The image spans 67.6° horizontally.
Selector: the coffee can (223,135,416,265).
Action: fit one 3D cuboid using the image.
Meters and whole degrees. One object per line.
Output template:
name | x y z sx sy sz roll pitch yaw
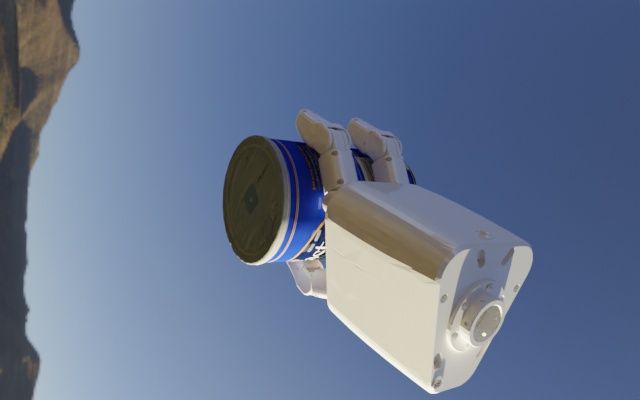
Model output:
coffee can | 0.000 0.001 0.418 0.140 0.103 0.103 2 -1 -36
